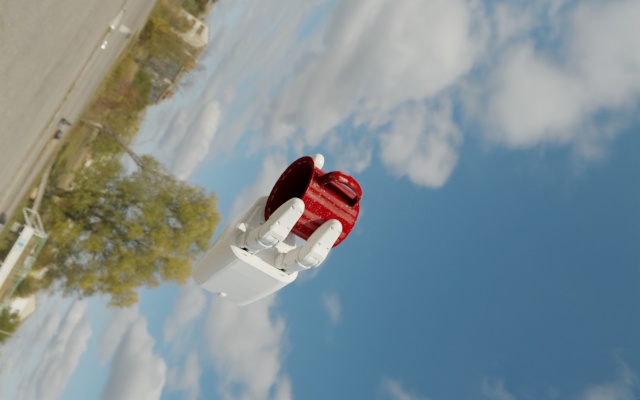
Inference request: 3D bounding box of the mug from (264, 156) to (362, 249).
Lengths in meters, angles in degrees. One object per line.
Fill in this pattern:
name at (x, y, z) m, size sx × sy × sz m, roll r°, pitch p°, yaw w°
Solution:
mug at (0.001, 0.001, 0.564) m, size 0.081 × 0.093 × 0.117 m, roll 33°, pitch -45°, yaw -27°
